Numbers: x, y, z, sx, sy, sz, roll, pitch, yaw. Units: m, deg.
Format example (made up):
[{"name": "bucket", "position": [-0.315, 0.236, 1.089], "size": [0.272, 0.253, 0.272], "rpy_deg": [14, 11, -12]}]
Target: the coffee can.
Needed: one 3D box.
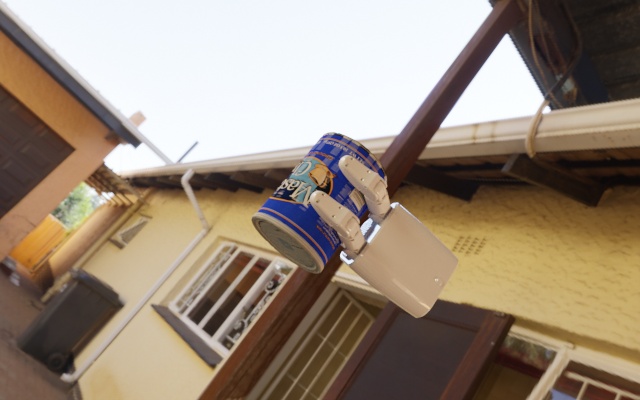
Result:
[{"name": "coffee can", "position": [0.000, 0.002, 0.579], "size": [0.103, 0.140, 0.103], "rpy_deg": [34, -21, 14]}]
